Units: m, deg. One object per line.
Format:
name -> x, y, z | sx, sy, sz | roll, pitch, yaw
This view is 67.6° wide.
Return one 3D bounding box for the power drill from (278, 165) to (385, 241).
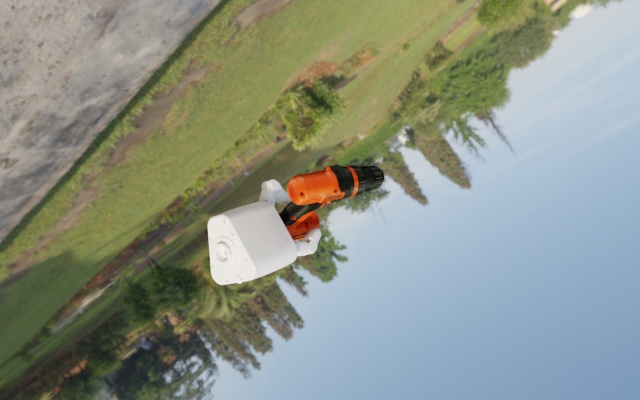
power drill -> 0.000, 0.003, 0.823 | 0.184, 0.057, 0.188 | -9, -25, -34
